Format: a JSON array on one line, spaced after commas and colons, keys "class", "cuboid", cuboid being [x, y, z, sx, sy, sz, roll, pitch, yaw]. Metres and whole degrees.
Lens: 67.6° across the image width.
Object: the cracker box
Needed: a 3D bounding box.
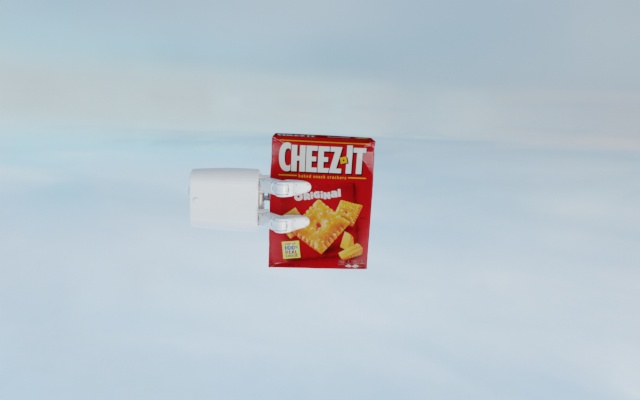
[{"class": "cracker box", "cuboid": [0.000, 0.003, 0.777, 0.164, 0.214, 0.072, 2, 11, -2]}]
